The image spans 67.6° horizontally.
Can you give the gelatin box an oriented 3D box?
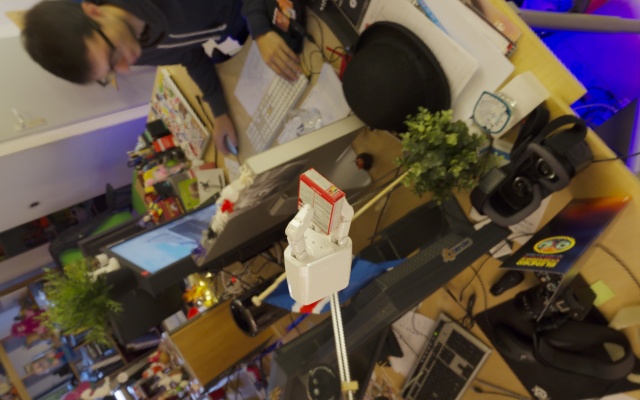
[{"bbox_3d":[0.000,0.003,0.759,0.073,0.089,0.030,40,58,23],"label":"gelatin box"}]
